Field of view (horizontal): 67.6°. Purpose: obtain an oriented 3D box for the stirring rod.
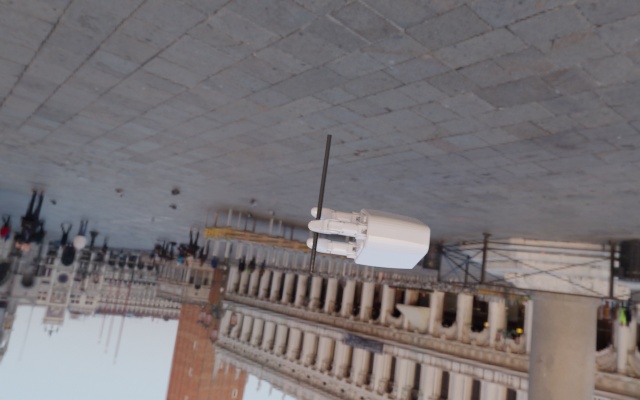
[{"bbox_3d":[0.000,0.003,0.817,0.011,0.239,0.011,8,-10,1],"label":"stirring rod"}]
